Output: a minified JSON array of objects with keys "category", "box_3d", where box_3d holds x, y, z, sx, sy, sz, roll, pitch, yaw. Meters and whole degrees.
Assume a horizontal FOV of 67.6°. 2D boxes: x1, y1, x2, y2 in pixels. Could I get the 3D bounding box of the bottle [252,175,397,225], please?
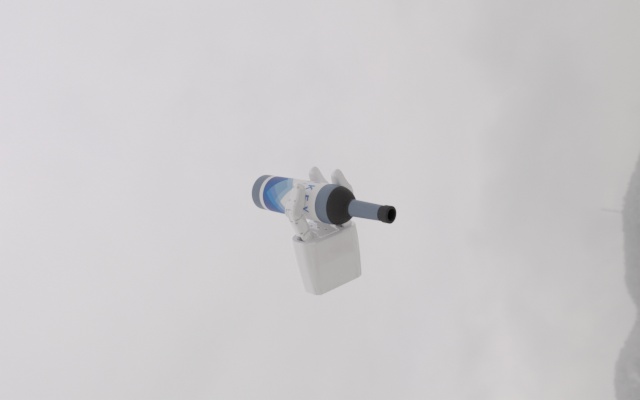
[{"category":"bottle","box_3d":[0.000,0.003,0.812,0.295,0.069,0.069,10,7,43]}]
